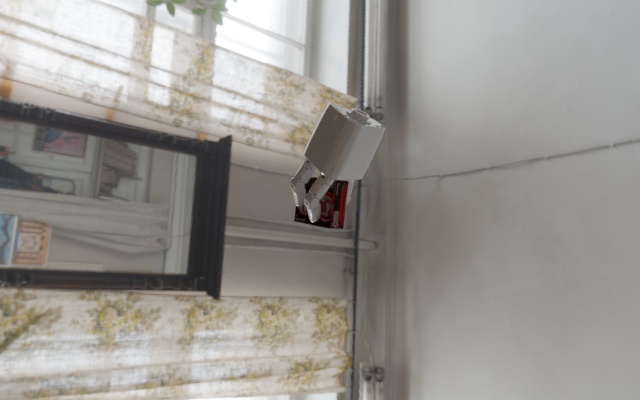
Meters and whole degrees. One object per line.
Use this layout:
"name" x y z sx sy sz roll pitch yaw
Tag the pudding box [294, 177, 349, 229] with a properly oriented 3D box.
"pudding box" 0.000 0.003 0.899 0.039 0.090 0.113 6 1 -38
